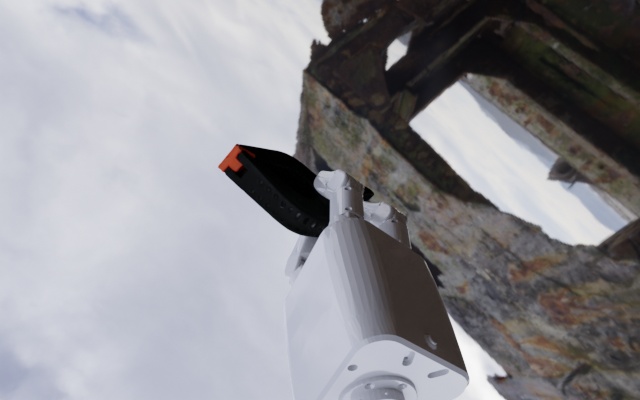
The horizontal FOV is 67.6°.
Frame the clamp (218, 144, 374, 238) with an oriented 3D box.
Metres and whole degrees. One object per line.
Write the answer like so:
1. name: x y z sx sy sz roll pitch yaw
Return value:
1. clamp: -0.001 0.002 0.455 0.210 0.036 0.164 32 24 -27
